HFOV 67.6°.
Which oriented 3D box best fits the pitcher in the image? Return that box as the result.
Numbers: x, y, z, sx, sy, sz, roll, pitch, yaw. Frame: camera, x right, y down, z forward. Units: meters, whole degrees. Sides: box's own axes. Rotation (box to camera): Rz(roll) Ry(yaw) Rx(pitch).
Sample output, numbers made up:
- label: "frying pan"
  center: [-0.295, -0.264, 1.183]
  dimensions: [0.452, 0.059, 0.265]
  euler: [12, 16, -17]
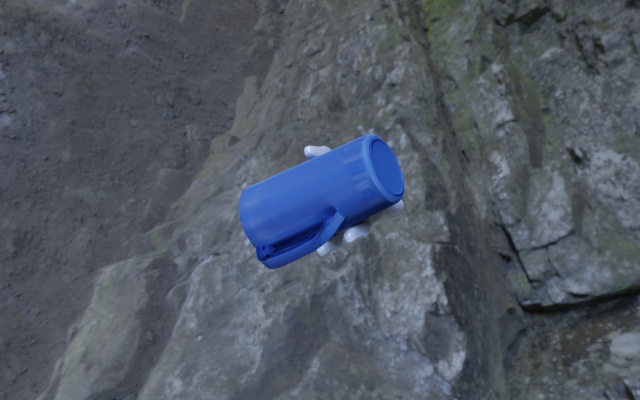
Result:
- label: "pitcher"
  center: [0.000, 0.002, 0.732]
  dimensions: [0.243, 0.149, 0.145]
  euler: [-25, -10, 31]
